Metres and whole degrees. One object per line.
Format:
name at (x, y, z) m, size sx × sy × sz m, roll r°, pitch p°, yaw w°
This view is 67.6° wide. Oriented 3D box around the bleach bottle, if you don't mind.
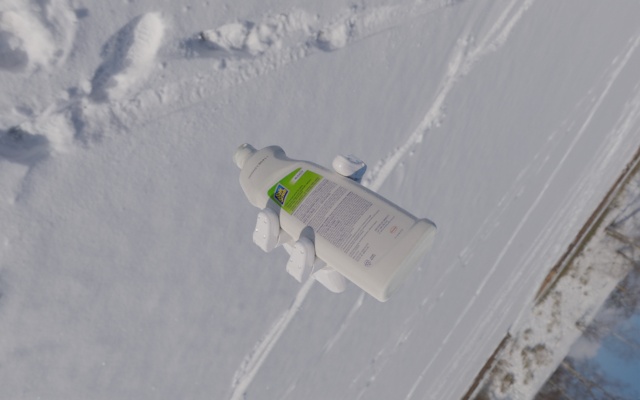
bleach bottle at (0.000, 0.002, 0.548) m, size 0.250 × 0.102 × 0.068 m, roll 36°, pitch -15°, yaw 23°
